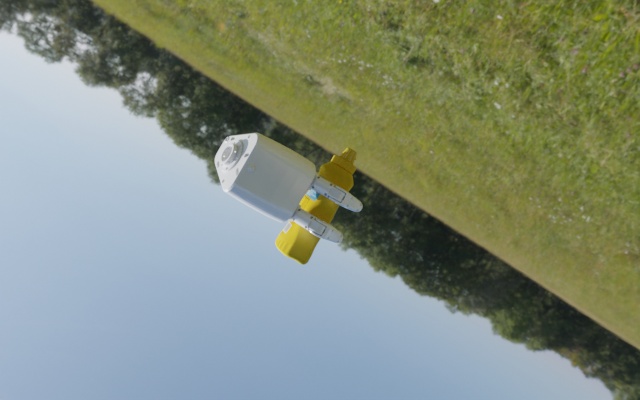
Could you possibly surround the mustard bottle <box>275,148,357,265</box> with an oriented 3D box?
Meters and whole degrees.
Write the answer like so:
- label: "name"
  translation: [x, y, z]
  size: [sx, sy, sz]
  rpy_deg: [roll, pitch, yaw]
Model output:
- label: "mustard bottle"
  translation: [0.000, 0.003, 0.752]
  size: [0.058, 0.191, 0.096]
  rpy_deg: [30, 2, -13]
